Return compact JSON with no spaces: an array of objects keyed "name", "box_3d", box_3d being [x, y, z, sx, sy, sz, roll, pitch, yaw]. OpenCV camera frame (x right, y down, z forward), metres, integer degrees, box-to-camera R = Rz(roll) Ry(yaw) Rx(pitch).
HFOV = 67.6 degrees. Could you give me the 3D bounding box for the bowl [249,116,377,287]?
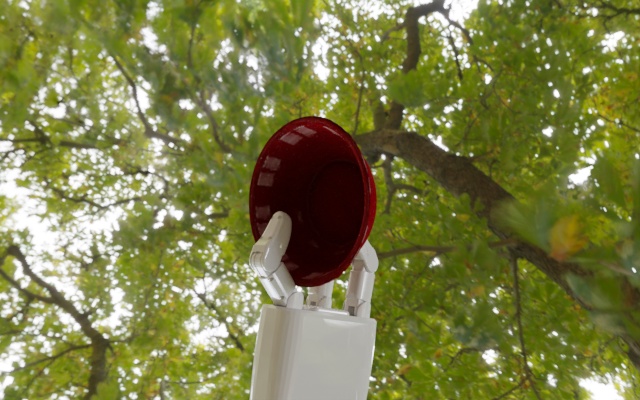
[{"name":"bowl","box_3d":[0.001,0.000,0.469,0.162,0.162,0.055,0,-1,43]}]
